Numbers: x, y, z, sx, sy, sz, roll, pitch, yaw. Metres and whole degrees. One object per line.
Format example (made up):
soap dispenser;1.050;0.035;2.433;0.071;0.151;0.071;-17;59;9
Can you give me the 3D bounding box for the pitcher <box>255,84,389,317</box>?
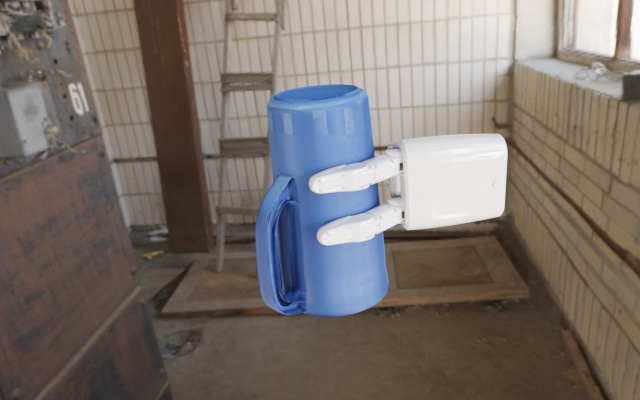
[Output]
pitcher;0.000;0.002;0.536;0.145;0.243;0.149;-6;21;0
